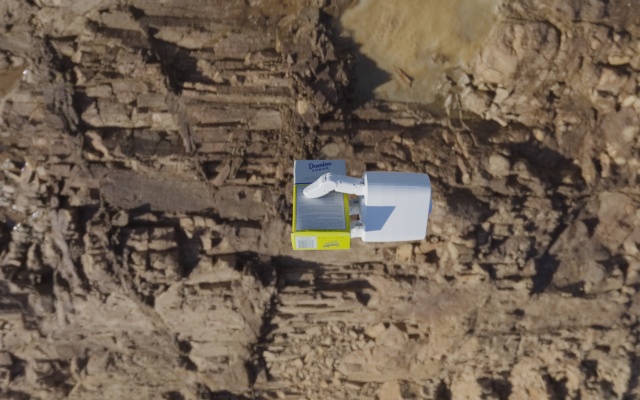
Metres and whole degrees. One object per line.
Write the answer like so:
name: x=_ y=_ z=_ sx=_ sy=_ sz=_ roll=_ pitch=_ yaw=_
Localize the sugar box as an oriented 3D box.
sugar box: x=0.000 y=0.003 z=0.803 sx=0.093 sy=0.048 sz=0.176 roll=0 pitch=43 yaw=0
